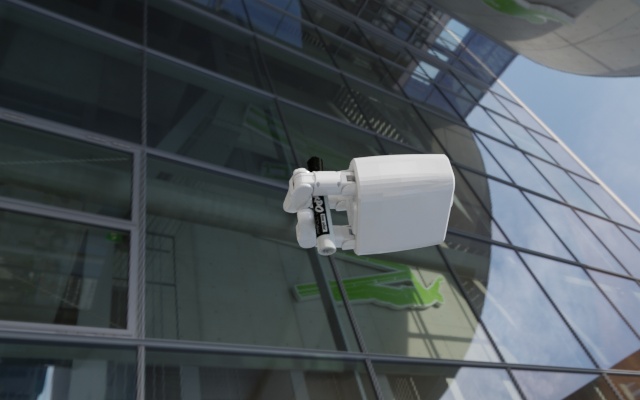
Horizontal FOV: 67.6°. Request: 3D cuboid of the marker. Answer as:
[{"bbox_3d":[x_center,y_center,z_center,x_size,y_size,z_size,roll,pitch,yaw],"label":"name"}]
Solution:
[{"bbox_3d":[0.000,0.002,0.519,0.020,0.121,0.020,-5,-33,-4],"label":"marker"}]
